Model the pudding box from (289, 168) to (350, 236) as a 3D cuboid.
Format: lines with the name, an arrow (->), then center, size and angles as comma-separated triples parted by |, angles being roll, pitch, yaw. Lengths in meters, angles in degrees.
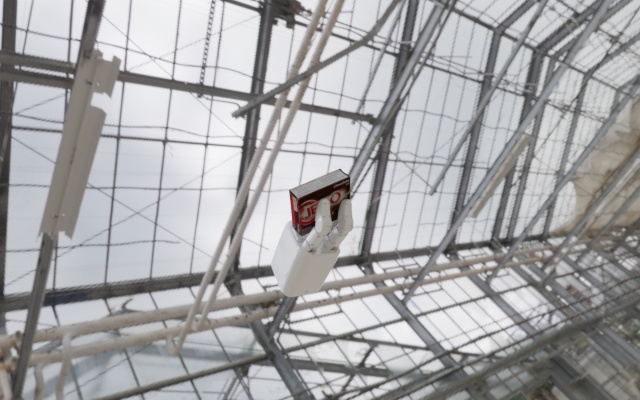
pudding box -> 0.000, 0.003, 0.866 | 0.113, 0.090, 0.039 | -26, 47, -24
